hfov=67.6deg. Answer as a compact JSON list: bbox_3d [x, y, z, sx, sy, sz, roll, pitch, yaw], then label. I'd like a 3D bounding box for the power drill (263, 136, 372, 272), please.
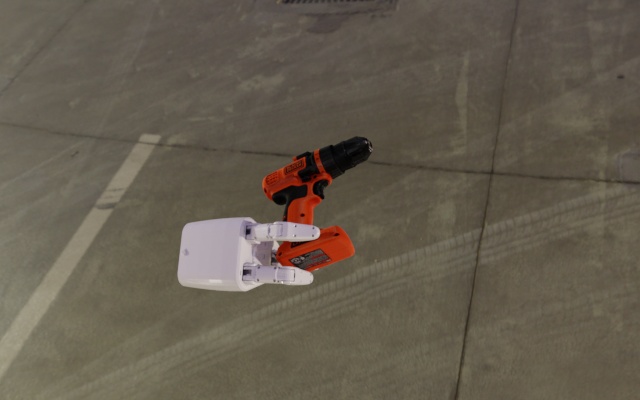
[{"bbox_3d":[0.000,0.003,0.690,0.184,0.187,0.057,-24,-45,20],"label":"power drill"}]
